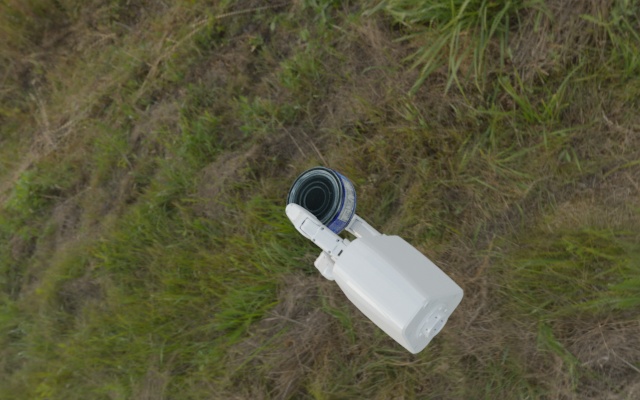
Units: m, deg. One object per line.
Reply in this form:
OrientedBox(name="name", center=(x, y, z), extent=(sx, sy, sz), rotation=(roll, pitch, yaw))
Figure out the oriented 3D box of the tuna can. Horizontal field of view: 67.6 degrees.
OrientedBox(name="tuna can", center=(0.000, 0.002, 0.593), extent=(0.086, 0.086, 0.034), rotation=(0, -16, 35))
